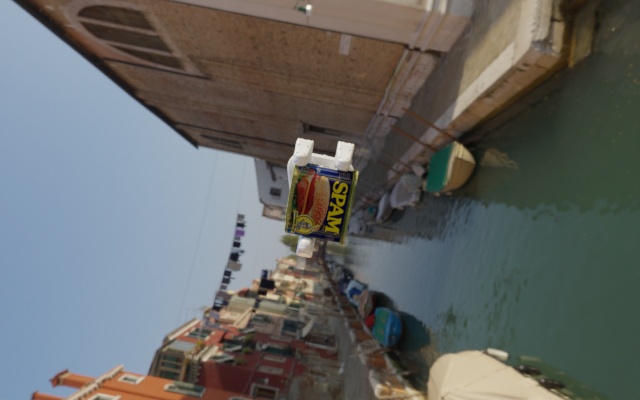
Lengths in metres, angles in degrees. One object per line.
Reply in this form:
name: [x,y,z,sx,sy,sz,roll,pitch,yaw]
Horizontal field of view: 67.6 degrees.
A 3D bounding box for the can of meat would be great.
can of meat: [0.000,0.002,0.643,0.084,0.102,0.057,11,10,1]
